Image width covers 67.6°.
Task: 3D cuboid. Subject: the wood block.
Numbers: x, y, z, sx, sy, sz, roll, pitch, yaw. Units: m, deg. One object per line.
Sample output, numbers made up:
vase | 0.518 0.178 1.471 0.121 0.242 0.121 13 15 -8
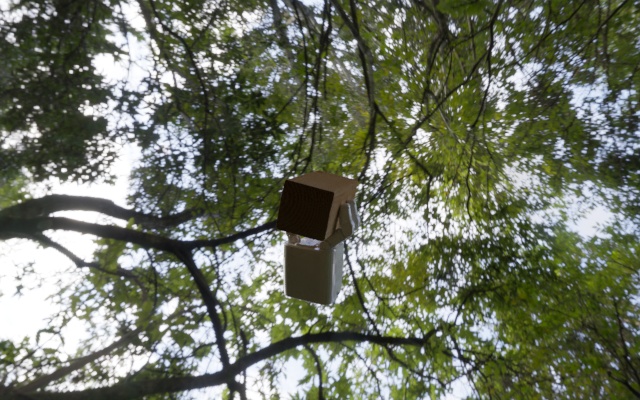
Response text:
wood block | 0.000 0.003 0.897 0.091 0.090 0.206 14 11 13
